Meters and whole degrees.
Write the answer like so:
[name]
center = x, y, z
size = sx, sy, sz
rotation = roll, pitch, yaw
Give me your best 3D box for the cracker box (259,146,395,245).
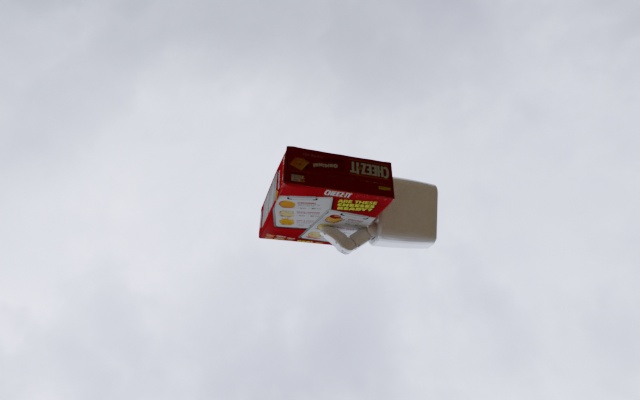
[cracker box]
center = 0.000, 0.003, 0.764
size = 0.164, 0.072, 0.214
rotation = 7, -27, -14
